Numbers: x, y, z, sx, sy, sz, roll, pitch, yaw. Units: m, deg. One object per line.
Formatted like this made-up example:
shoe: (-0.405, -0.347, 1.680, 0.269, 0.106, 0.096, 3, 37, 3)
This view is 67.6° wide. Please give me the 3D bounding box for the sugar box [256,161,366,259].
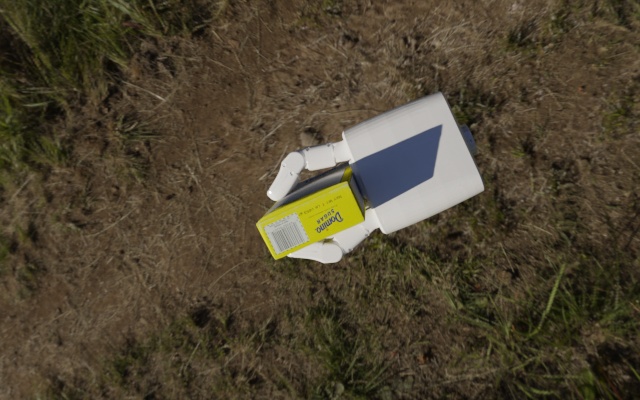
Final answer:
sugar box: (0.000, 0.002, 0.503, 0.093, 0.048, 0.176, -23, 6, 11)
